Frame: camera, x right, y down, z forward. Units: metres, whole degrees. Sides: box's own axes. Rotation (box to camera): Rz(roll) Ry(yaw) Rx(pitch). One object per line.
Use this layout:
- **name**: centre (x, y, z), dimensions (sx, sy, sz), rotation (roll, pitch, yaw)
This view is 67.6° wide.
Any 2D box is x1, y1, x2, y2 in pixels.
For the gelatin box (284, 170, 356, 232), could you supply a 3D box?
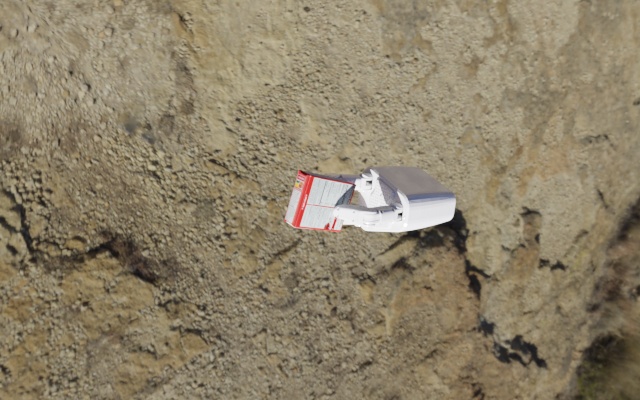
- **gelatin box**: centre (0.000, 0.002, 0.656), dimensions (0.089, 0.073, 0.030), rotation (8, 13, -42)
